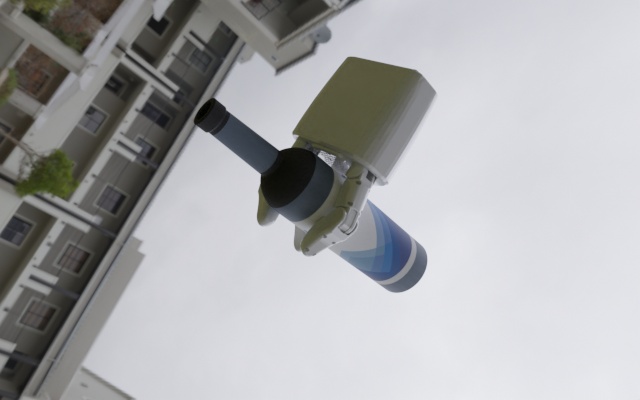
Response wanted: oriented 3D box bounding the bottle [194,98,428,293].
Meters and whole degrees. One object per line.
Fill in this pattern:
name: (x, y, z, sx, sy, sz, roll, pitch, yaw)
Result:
bottle: (0.000, 0.002, 0.476, 0.296, 0.069, 0.069, 38, -24, -34)
